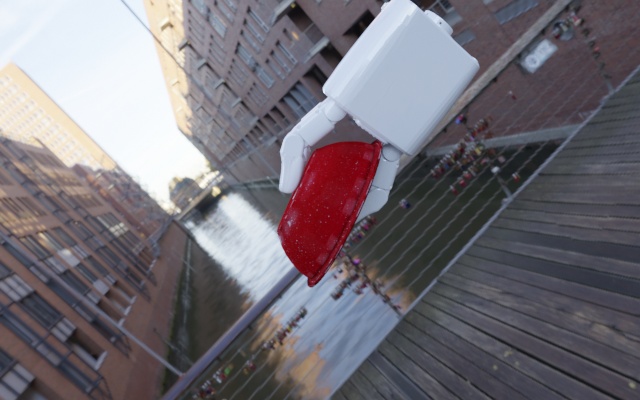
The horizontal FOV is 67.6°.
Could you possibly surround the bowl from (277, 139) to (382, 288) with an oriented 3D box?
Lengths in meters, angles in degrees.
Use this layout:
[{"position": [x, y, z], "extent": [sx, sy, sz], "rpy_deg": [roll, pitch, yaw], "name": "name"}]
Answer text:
[{"position": [-0.001, 0.003, 0.475], "extent": [0.055, 0.162, 0.162], "rpy_deg": [25, -2, -5], "name": "bowl"}]
